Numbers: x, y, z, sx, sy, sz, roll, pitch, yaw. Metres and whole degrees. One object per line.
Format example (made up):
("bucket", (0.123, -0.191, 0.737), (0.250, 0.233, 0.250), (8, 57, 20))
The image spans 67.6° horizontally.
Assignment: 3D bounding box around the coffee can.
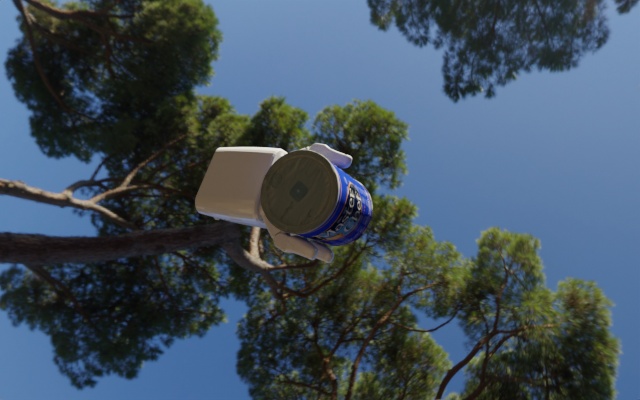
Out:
("coffee can", (0.000, 0.002, 0.628), (0.103, 0.102, 0.140), (0, -11, 23))
